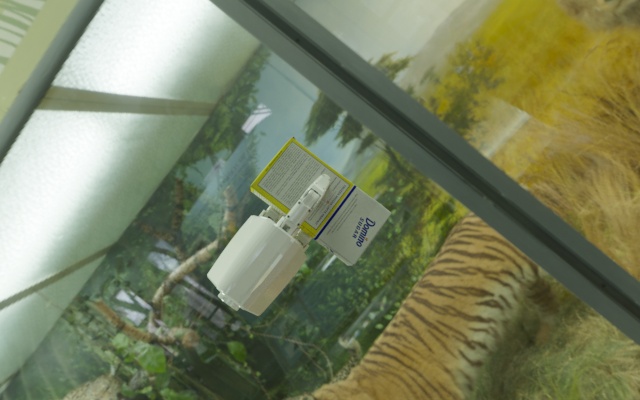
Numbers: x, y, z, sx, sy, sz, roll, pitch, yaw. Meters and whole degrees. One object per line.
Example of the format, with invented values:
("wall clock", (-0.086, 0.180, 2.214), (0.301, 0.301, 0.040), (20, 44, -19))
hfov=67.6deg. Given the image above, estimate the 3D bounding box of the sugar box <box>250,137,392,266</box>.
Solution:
("sugar box", (0.000, 0.002, 0.663), (0.176, 0.093, 0.048), (39, -11, -2))
